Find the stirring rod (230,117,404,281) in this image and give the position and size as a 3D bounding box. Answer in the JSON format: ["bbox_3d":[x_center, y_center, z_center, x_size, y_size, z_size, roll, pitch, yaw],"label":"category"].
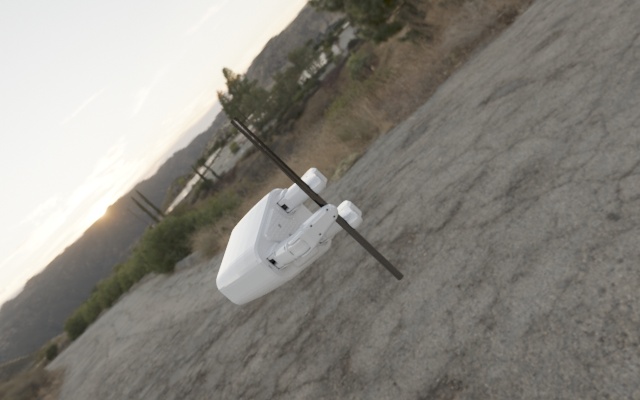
[{"bbox_3d":[0.000,0.002,0.490,0.239,0.011,0.011,43,-10,-10],"label":"stirring rod"}]
